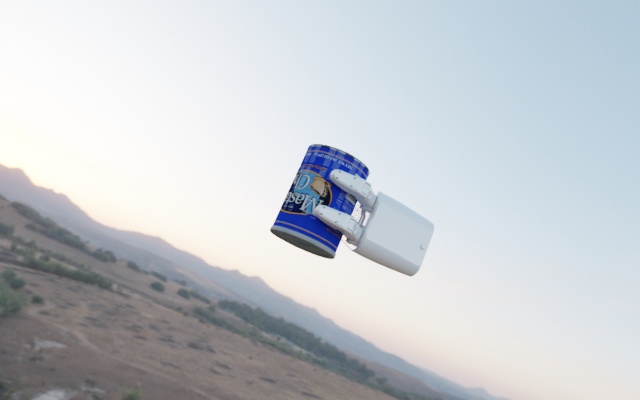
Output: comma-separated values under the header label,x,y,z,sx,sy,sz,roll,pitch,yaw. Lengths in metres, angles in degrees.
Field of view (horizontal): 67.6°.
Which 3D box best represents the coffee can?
label,x,y,z,sx,sy,sz,roll,pitch,yaw
coffee can,0.000,0.002,0.707,0.103,0.140,0.103,22,-13,6
